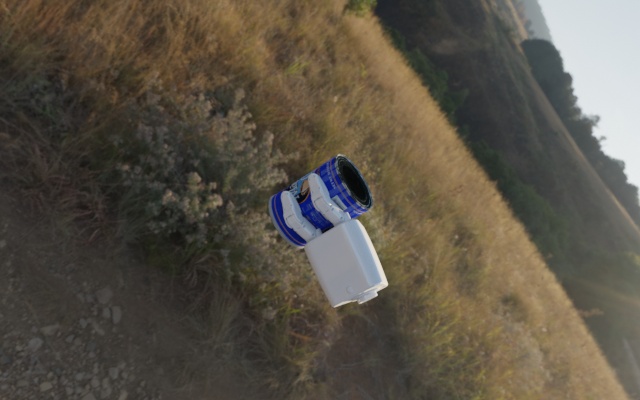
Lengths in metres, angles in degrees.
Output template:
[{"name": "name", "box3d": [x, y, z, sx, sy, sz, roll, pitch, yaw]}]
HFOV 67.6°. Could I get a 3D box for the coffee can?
[{"name": "coffee can", "box3d": [0.000, 0.002, 0.786, 0.140, 0.102, 0.103, -31, -13, 22]}]
